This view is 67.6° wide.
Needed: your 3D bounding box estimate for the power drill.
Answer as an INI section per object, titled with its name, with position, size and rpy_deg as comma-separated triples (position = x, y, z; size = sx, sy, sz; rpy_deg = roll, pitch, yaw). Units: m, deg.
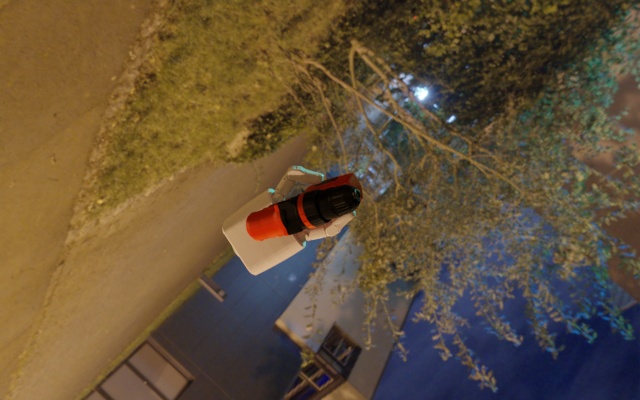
[power drill]
position = 0.000, 0.002, 0.740
size = 0.184, 0.057, 0.187
rpy_deg = -16, 4, 26
